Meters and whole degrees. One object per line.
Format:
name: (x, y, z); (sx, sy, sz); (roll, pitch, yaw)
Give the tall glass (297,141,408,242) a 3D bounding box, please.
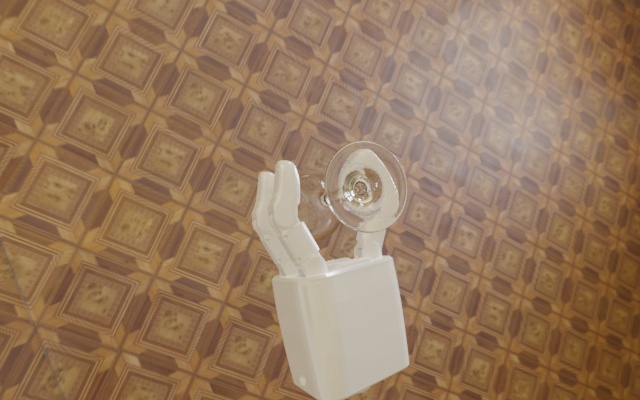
tall glass: (0.000, 0.001, 0.469); (0.079, 0.079, 0.201); (0, -7, -22)
